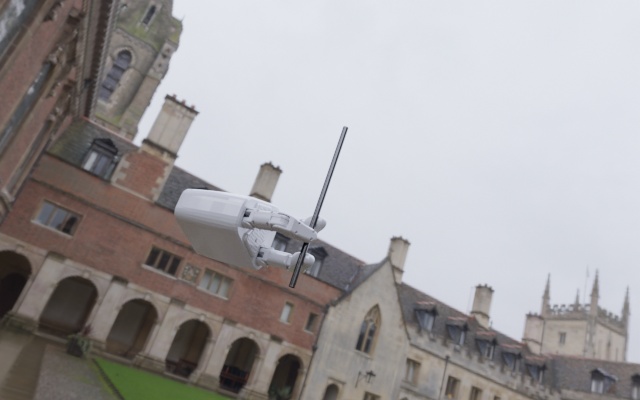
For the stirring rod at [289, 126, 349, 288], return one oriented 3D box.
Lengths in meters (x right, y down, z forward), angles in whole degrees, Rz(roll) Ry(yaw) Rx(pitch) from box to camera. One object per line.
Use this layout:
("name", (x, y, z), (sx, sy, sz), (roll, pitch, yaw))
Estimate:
("stirring rod", (0.000, 0.002, 0.640), (0.011, 0.239, 0.011), (16, -21, 7))
